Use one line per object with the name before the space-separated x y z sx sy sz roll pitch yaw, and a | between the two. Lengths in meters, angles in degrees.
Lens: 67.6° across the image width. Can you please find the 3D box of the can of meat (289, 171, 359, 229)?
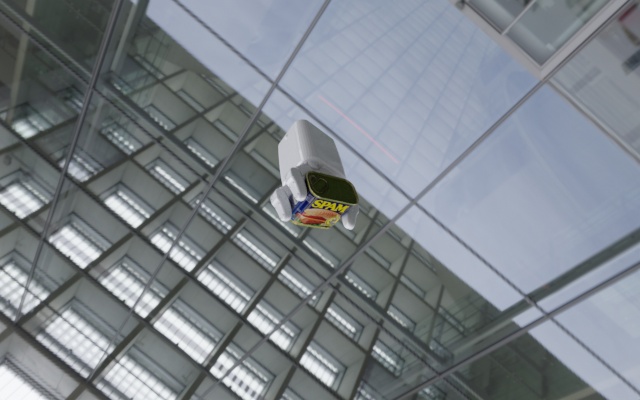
can of meat | 0.000 0.003 0.832 0.102 0.057 0.084 12 -43 -34
